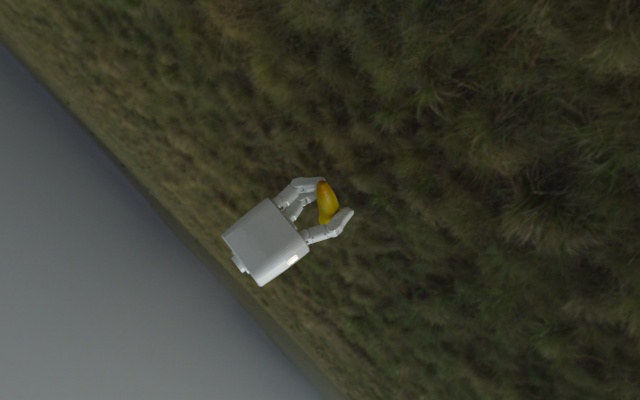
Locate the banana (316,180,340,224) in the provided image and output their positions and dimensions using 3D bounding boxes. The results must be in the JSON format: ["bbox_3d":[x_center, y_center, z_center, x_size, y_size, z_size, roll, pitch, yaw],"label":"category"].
[{"bbox_3d":[0.010,0.019,0.874,0.037,0.069,0.198,-33,-10,-9],"label":"banana"}]
